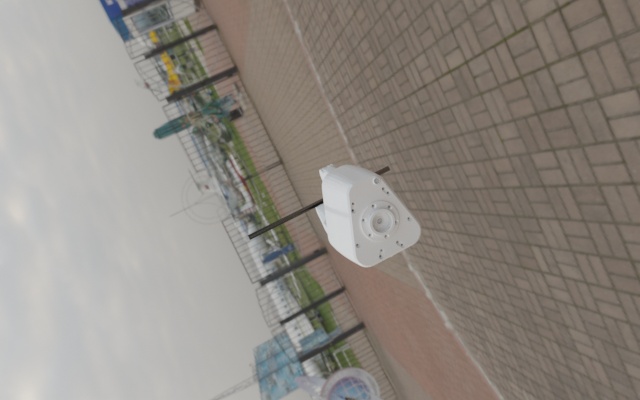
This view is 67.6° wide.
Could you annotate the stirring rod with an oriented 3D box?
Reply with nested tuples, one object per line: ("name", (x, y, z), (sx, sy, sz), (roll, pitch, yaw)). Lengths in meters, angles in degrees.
("stirring rod", (0.000, 0.002, 0.727), (0.239, 0.011, 0.011), (-26, 4, -9))
